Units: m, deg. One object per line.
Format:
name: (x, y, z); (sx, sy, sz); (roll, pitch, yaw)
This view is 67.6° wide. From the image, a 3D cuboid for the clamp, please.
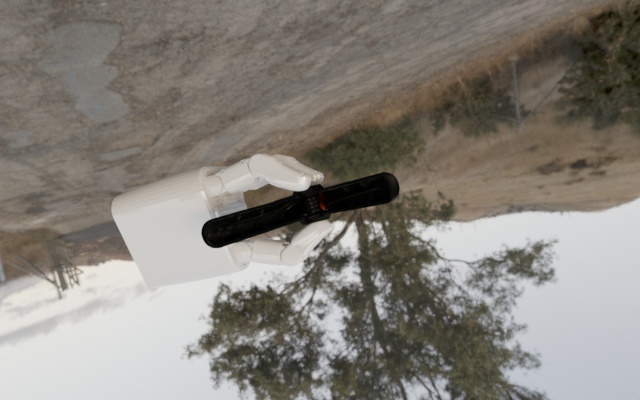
clamp: (0.000, 0.002, 0.467); (0.164, 0.036, 0.210); (-14, 2, 13)
